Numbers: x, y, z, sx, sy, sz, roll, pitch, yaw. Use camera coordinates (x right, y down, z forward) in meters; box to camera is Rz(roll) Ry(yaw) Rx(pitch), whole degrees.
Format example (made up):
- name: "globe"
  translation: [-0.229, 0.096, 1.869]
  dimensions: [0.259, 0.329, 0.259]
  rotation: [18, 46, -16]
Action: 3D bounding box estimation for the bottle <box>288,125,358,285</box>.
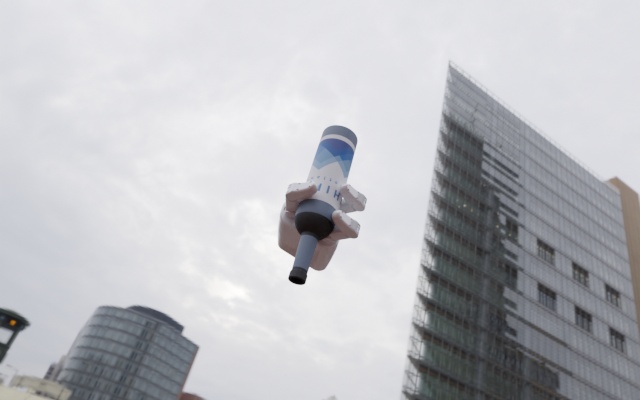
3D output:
- name: "bottle"
  translation: [0.000, 0.002, 0.788]
  dimensions: [0.069, 0.295, 0.069]
  rotation: [11, -34, 8]
